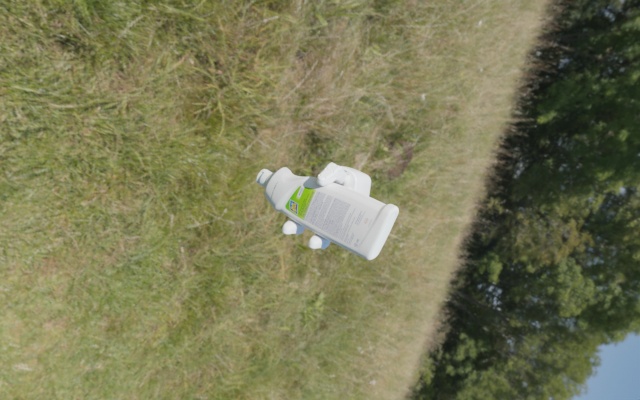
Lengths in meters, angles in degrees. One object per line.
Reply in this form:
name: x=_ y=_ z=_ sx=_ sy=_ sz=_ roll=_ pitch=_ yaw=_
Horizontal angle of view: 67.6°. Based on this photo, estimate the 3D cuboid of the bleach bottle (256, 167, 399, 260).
bleach bottle: x=0.000 y=0.003 z=0.823 sx=0.251 sy=0.102 sz=0.068 roll=28 pitch=10 yaw=20
